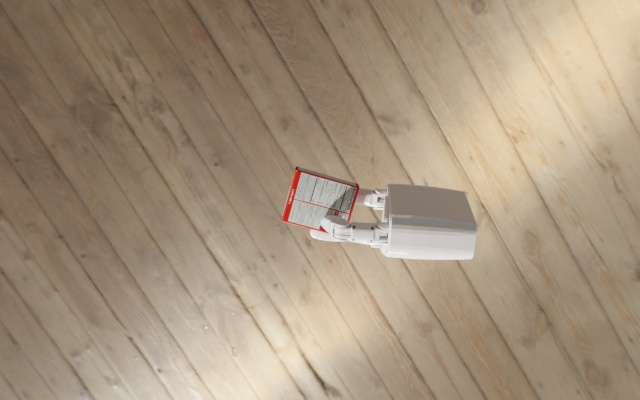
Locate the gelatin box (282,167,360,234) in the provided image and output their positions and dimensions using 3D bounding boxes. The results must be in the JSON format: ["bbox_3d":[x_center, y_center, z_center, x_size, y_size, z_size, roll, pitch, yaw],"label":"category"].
[{"bbox_3d":[0.000,0.002,0.639,0.089,0.073,0.030,15,13,-5],"label":"gelatin box"}]
